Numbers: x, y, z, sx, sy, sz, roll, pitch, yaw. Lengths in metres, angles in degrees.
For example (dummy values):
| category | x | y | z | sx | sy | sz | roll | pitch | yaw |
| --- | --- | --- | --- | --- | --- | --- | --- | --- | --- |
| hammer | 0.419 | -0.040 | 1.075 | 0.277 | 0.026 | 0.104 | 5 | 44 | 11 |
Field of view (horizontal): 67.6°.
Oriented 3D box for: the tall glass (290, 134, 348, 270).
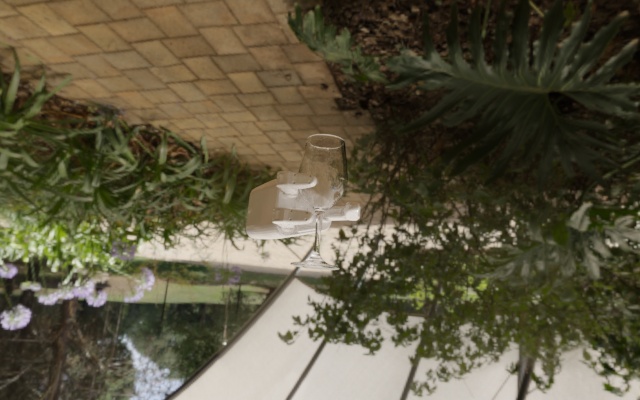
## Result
| category | x | y | z | sx | sy | sz | roll | pitch | yaw |
| --- | --- | --- | --- | --- | --- | --- | --- | --- | --- |
| tall glass | 0.000 | 0.003 | 0.735 | 0.079 | 0.201 | 0.079 | 5 | -13 | 1 |
